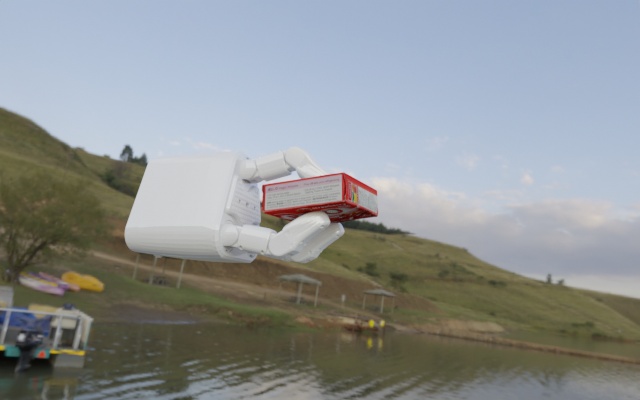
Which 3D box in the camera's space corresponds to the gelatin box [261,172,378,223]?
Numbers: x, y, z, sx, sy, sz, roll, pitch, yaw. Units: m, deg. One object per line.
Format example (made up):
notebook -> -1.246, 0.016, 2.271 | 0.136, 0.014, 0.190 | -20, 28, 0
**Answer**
gelatin box -> 0.000, 0.001, 0.451 | 0.089, 0.030, 0.073 | -8, -16, 28
